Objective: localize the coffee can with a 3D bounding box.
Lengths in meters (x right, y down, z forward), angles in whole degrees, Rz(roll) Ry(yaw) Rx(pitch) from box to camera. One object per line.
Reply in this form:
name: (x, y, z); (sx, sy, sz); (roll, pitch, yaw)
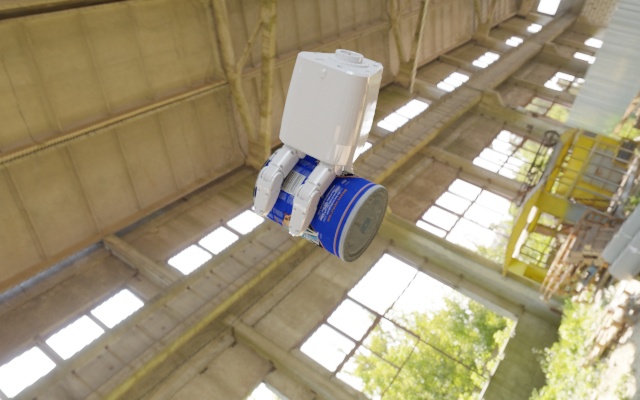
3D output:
coffee can: (0.000, 0.002, 0.608); (0.140, 0.103, 0.103); (27, 12, 25)
